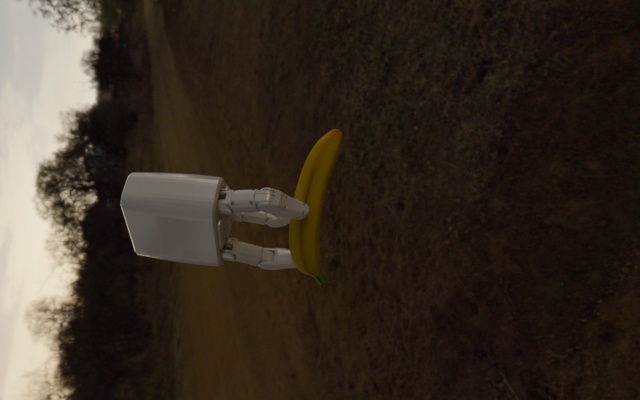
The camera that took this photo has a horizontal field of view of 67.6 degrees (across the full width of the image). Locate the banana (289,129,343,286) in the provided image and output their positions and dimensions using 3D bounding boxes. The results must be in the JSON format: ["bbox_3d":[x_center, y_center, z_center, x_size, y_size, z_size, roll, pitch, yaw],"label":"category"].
[{"bbox_3d":[-0.007,0.003,0.580,0.037,0.198,0.069,6,-4,23],"label":"banana"}]
